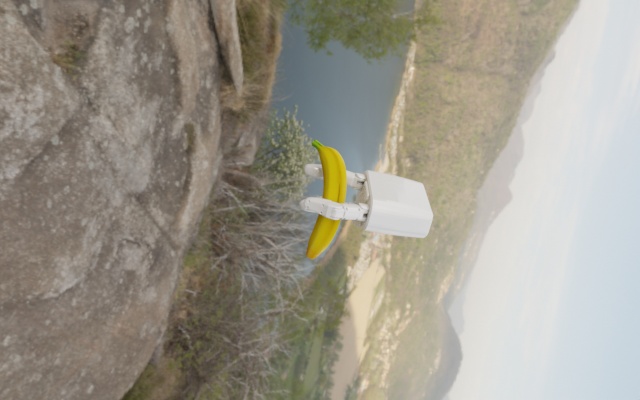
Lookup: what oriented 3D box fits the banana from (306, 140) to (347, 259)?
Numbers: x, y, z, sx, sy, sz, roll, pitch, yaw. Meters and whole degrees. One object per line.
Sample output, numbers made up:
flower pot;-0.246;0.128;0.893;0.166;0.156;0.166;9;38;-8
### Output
banana;0.011;-0.001;0.776;0.037;0.198;0.069;6;-3;-36
